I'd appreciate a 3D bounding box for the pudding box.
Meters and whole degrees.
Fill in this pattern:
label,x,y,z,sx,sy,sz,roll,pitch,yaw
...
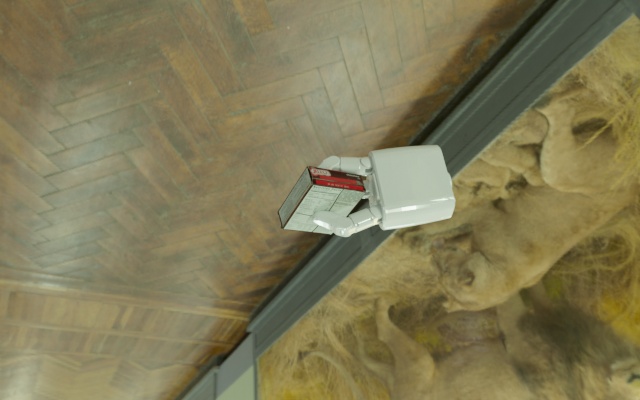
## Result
label,x,y,z,sx,sy,sz,roll,pitch,yaw
pudding box,0.000,0.002,0.700,0.090,0.039,0.113,9,-43,-28
